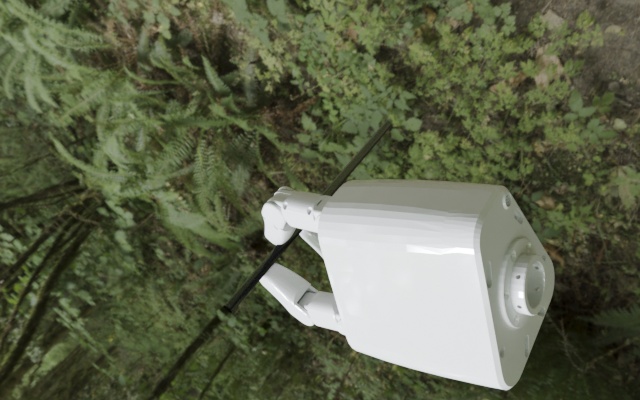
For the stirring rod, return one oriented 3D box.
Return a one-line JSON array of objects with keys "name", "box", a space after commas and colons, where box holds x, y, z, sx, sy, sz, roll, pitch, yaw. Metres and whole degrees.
[{"name": "stirring rod", "box": [0.000, 0.001, 0.407, 0.011, 0.011, 0.239, 0, 40, 46]}]
